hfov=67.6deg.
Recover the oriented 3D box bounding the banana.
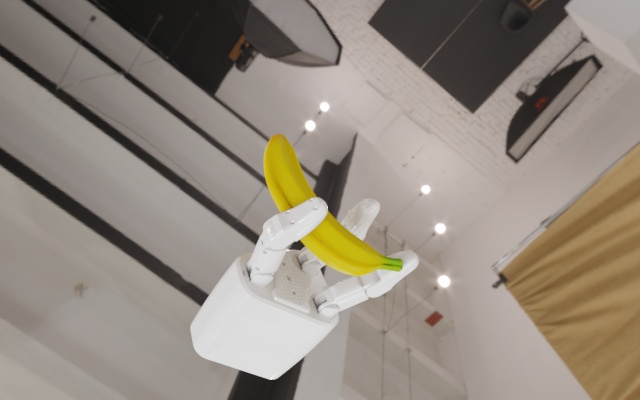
[{"bbox_3d":[-0.009,0.005,0.459,0.069,0.037,0.197,-7,50,-53],"label":"banana"}]
